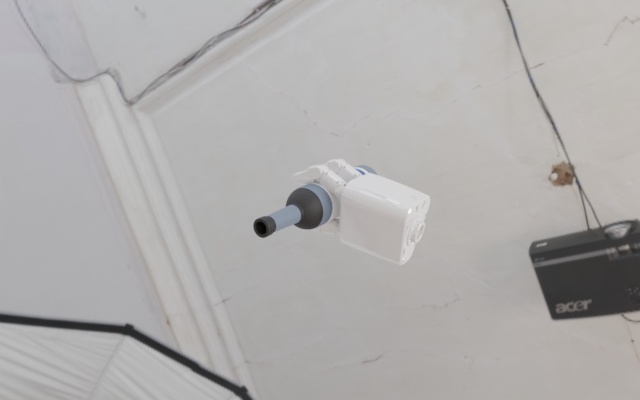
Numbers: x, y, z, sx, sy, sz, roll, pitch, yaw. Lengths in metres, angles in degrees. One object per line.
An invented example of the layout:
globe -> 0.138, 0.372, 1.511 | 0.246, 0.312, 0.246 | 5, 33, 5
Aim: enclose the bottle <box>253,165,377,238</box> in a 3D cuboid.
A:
bottle -> 0.000, 0.002, 0.750 | 0.069, 0.069, 0.295 | 0, 13, 34
